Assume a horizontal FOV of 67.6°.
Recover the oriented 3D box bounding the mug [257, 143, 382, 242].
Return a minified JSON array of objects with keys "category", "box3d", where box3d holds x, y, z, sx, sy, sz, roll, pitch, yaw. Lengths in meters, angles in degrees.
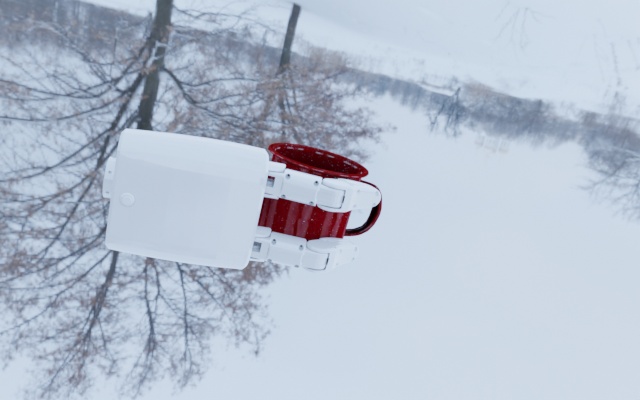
[{"category":"mug","box3d":[0.001,0.002,0.443,0.117,0.081,0.093,10,17,-16]}]
